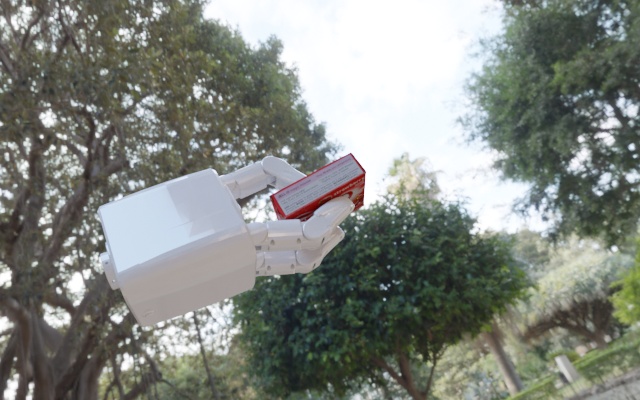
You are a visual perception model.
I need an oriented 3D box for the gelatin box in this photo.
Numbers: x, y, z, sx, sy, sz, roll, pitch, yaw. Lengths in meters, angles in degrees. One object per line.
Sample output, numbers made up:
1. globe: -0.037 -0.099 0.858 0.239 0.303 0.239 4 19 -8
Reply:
1. gelatin box: 0.000 0.001 0.458 0.089 0.030 0.073 -30 -23 -10
